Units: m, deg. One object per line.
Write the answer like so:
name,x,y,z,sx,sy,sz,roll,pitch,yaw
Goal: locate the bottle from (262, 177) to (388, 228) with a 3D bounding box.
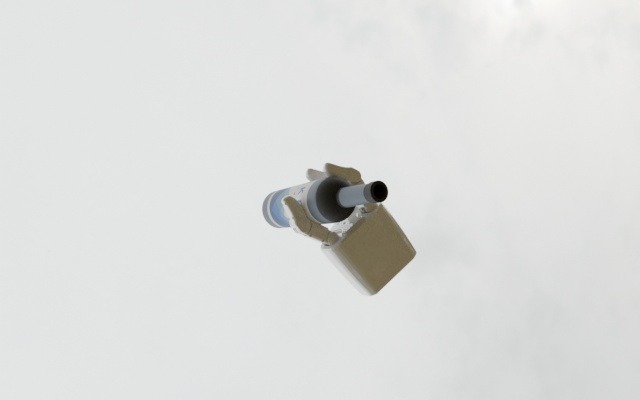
bottle,0.000,0.002,0.710,0.069,0.069,0.296,0,-5,-30
